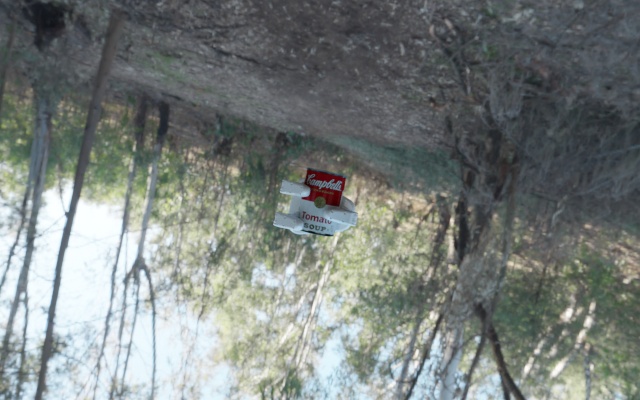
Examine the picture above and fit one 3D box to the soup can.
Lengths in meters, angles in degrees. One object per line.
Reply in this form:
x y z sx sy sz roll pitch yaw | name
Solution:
0.000 0.003 0.780 0.068 0.102 0.068 12 2 0 | soup can
